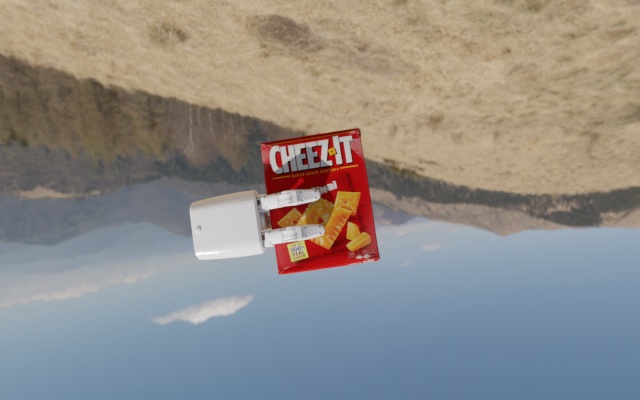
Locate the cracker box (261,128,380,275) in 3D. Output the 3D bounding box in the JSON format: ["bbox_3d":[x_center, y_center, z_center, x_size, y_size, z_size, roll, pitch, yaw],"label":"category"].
[{"bbox_3d":[0.000,0.003,0.774,0.164,0.213,0.072,-9,-4,3],"label":"cracker box"}]
